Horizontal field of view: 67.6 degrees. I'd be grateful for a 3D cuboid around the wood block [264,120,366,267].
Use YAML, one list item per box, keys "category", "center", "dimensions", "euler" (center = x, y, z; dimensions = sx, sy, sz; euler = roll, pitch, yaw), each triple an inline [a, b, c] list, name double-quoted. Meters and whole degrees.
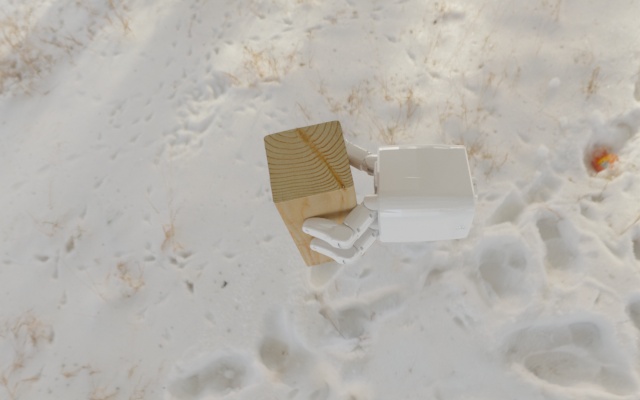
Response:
- category: "wood block"
  center: [0.000, 0.002, 0.607]
  dimensions: [0.090, 0.090, 0.206]
  euler: [-12, -28, 3]
